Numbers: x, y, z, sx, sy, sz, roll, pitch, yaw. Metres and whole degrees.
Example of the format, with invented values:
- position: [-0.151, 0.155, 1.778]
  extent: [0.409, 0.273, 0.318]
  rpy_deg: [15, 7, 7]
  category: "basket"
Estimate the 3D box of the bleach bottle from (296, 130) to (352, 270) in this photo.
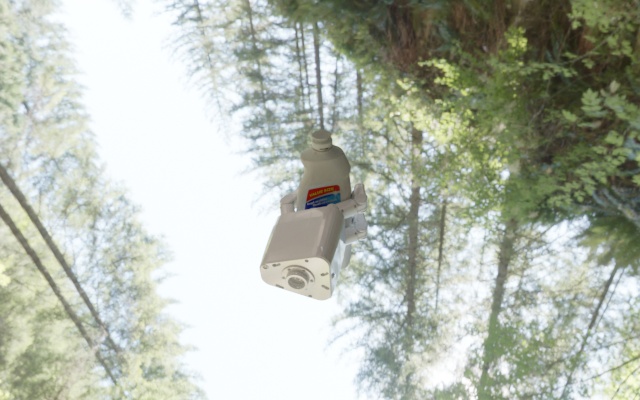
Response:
- position: [0.000, 0.003, 0.776]
  extent: [0.102, 0.251, 0.068]
  rpy_deg: [3, 38, 9]
  category: "bleach bottle"
